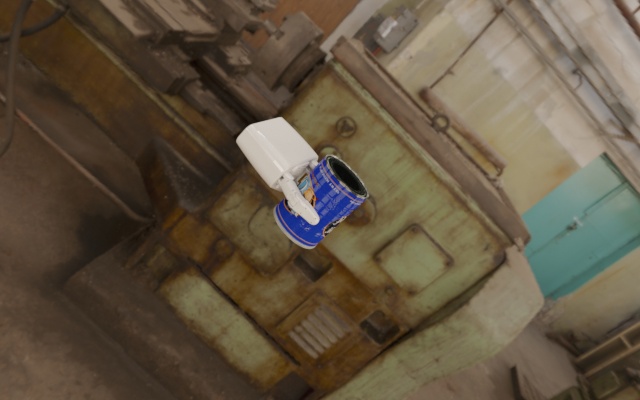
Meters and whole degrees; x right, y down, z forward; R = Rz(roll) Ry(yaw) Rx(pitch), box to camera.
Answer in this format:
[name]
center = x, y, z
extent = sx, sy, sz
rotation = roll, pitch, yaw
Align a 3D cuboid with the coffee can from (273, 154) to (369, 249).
[coffee can]
center = 0.000, 0.003, 0.843
extent = 0.140, 0.102, 0.103
rotation = -44, -19, 21
